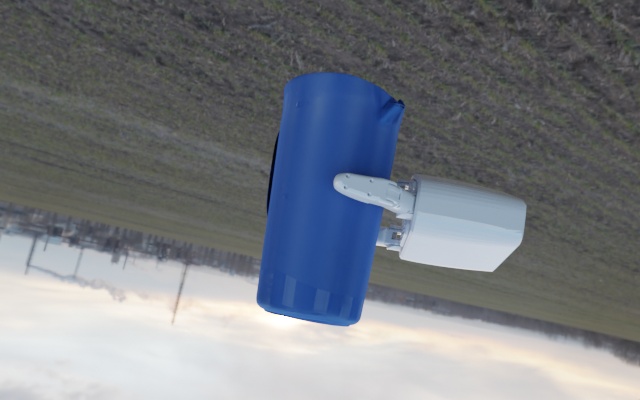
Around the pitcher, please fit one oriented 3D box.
[{"bbox_3d":[0.000,0.002,0.511,0.145,0.242,0.149,10,-10,4],"label":"pitcher"}]
